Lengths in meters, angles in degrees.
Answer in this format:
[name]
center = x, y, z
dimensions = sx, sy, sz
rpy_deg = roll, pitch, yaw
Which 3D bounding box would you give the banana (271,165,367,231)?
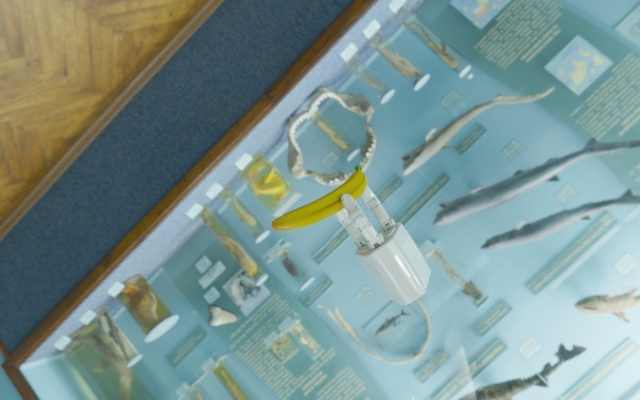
[banana]
center = 0.011, 0.003, 0.813
dimensions = 0.198, 0.037, 0.069
rpy_deg = -32, 19, -18
